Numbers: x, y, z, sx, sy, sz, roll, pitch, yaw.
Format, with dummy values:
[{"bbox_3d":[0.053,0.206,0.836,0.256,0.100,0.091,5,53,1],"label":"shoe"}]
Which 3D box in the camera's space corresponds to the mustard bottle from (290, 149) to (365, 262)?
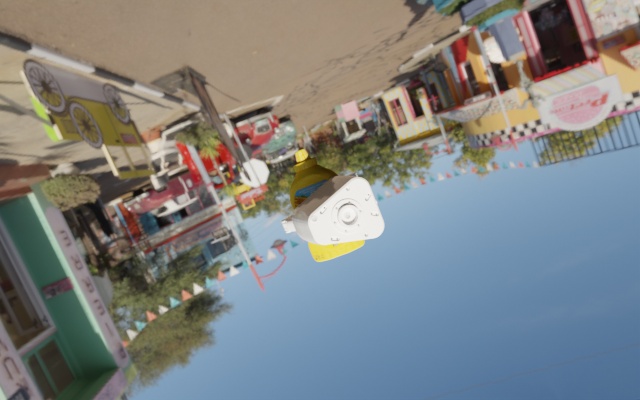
[{"bbox_3d":[0.000,0.003,0.824,0.096,0.191,0.058,-21,7,10],"label":"mustard bottle"}]
